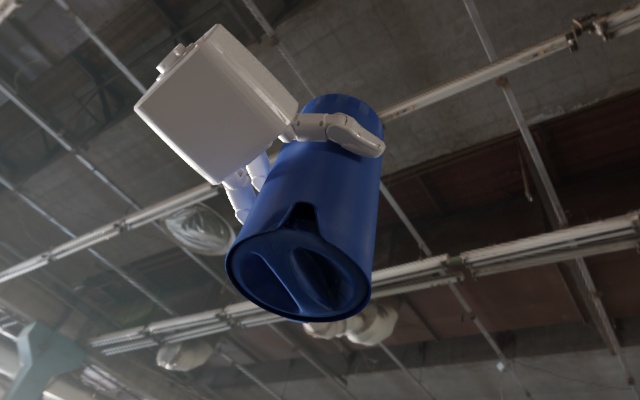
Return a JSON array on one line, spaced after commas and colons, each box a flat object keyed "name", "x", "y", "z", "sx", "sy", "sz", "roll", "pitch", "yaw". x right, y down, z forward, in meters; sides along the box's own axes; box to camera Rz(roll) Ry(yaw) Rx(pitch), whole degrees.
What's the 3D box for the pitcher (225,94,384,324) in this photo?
[{"name": "pitcher", "x": 0.000, "y": 0.002, "z": 0.512, "sx": 0.149, "sy": 0.242, "sz": 0.145, "roll": -28, "pitch": -59, "yaw": 36}]
